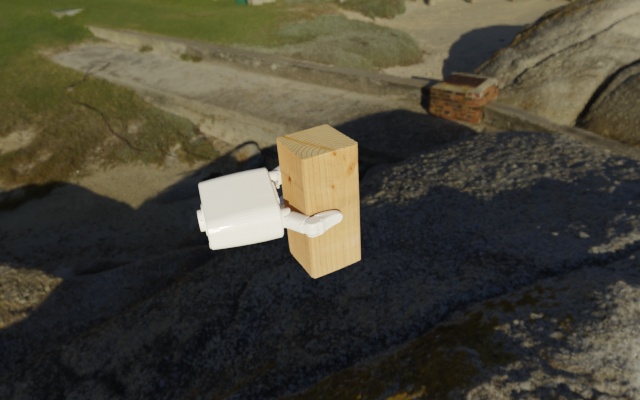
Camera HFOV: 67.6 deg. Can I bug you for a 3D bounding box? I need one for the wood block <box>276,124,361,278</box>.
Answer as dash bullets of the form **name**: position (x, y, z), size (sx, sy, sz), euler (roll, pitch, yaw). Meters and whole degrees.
- **wood block**: position (0.000, 0.003, 0.733), size (0.090, 0.206, 0.090), euler (-19, 34, -22)
